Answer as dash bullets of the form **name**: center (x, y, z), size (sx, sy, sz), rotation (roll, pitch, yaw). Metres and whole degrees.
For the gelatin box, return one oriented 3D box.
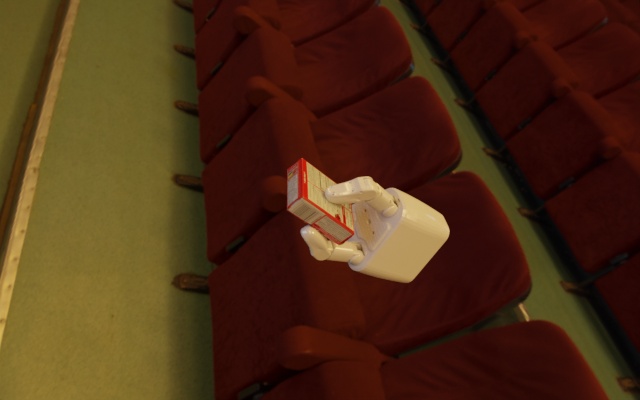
- **gelatin box**: center (0.000, 0.001, 0.571), size (0.030, 0.073, 0.089), rotation (-37, -56, 27)
